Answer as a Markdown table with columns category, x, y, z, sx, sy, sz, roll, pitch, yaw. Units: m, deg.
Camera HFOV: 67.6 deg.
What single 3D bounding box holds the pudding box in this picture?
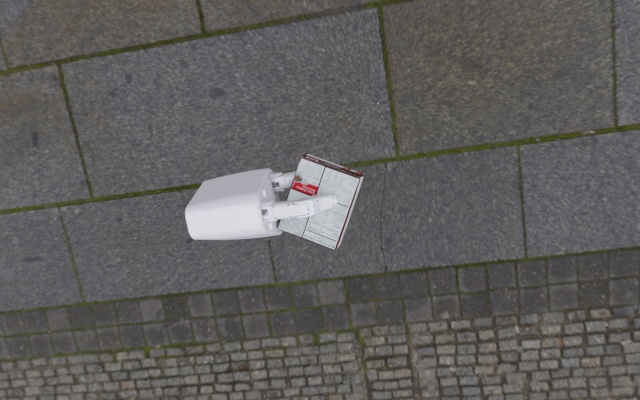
| category | x | y | z | sx | sy | sz | roll | pitch | yaw |
| --- | --- | --- | --- | --- | --- | --- | --- | --- | --- |
| pudding box | 0.000 | 0.002 | 0.659 | 0.090 | 0.113 | 0.039 | 20 | 15 | 6 |
